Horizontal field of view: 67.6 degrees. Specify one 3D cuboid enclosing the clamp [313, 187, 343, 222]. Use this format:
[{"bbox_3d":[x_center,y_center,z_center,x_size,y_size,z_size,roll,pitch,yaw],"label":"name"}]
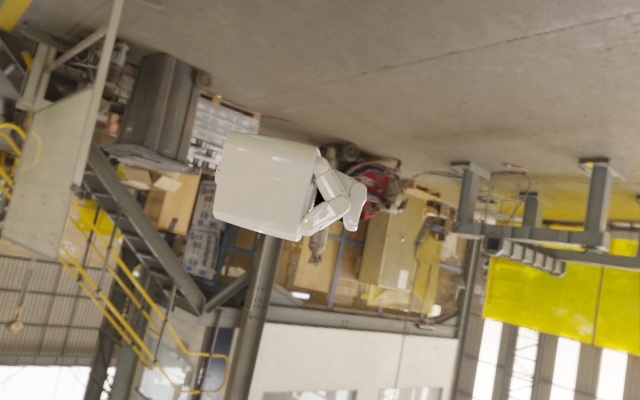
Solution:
[{"bbox_3d":[0.000,0.003,0.670,0.120,0.039,0.171,16,-7,4],"label":"clamp"}]
